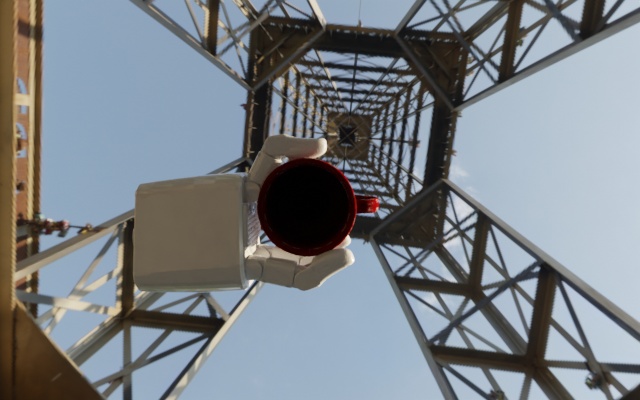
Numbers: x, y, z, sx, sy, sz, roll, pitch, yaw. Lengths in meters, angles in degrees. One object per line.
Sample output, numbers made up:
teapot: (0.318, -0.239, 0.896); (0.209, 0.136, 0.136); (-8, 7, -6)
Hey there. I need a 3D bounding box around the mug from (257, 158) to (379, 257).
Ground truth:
mug: (0.002, 0.001, 0.484); (0.117, 0.093, 0.081); (-2, 7, 2)
